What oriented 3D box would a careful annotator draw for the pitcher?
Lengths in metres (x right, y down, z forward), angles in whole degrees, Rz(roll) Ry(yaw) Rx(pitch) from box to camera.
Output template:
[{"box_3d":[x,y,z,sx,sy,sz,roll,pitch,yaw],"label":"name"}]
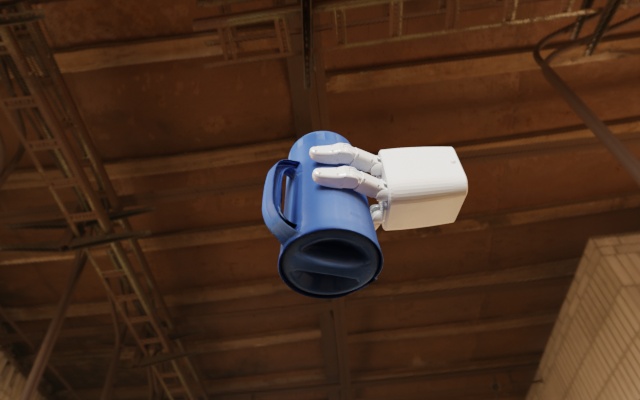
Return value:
[{"box_3d":[0.000,0.002,0.679,0.145,0.149,0.242,-4,41,0],"label":"pitcher"}]
